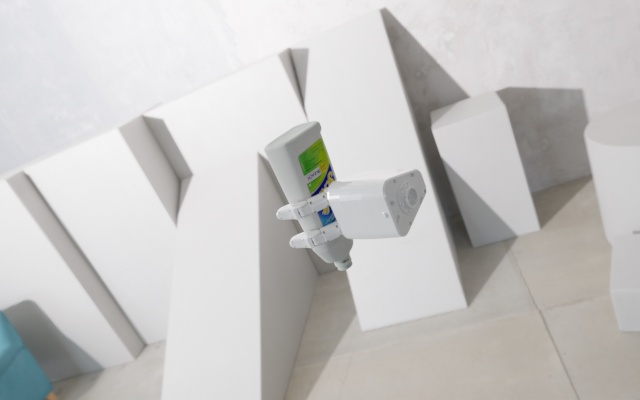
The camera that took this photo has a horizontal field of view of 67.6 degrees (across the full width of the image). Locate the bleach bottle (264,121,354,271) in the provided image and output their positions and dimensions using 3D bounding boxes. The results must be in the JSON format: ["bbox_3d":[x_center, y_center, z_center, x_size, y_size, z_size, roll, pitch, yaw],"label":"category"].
[{"bbox_3d":[0.000,0.003,0.796,0.068,0.251,0.102,-3,29,44],"label":"bleach bottle"}]
